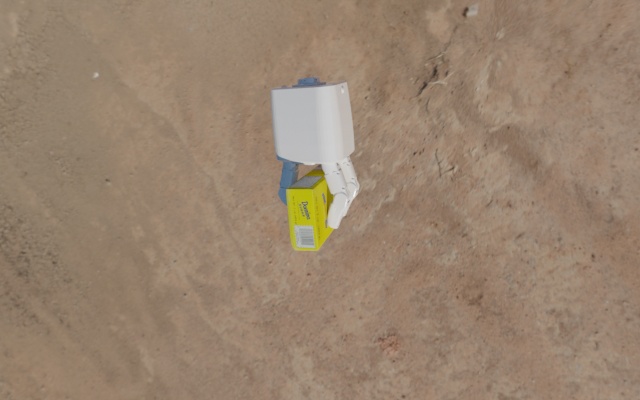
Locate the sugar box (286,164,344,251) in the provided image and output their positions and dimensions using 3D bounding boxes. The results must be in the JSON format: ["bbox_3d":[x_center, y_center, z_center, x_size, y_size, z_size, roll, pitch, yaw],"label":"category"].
[{"bbox_3d":[0.001,0.002,0.736,0.048,0.093,0.176,2,18,19],"label":"sugar box"}]
